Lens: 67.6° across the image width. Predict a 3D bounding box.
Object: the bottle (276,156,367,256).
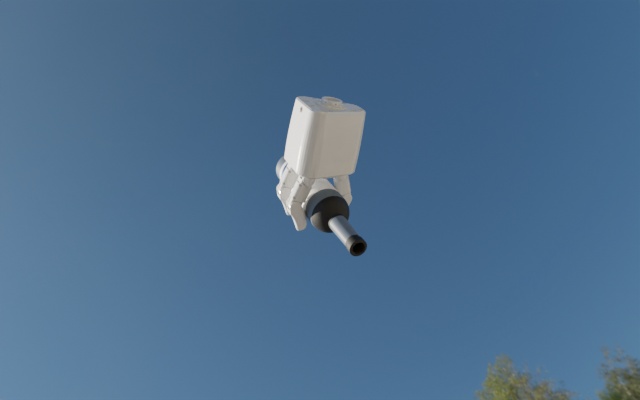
[{"bbox_3d":[0.000,0.003,0.794,0.069,0.069,0.295,0,26,-24],"label":"bottle"}]
